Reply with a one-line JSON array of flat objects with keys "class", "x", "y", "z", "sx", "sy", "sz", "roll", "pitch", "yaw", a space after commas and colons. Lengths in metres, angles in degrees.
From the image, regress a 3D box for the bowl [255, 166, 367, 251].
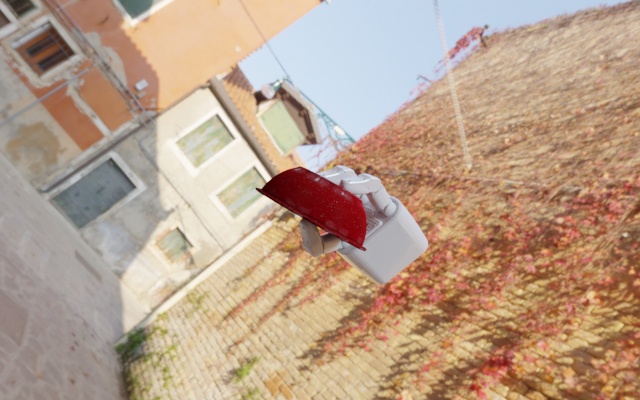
[{"class": "bowl", "x": 0.000, "y": 0.001, "z": 0.607, "sx": 0.162, "sy": 0.055, "sz": 0.162, "roll": 29, "pitch": 0, "yaw": 0}]
